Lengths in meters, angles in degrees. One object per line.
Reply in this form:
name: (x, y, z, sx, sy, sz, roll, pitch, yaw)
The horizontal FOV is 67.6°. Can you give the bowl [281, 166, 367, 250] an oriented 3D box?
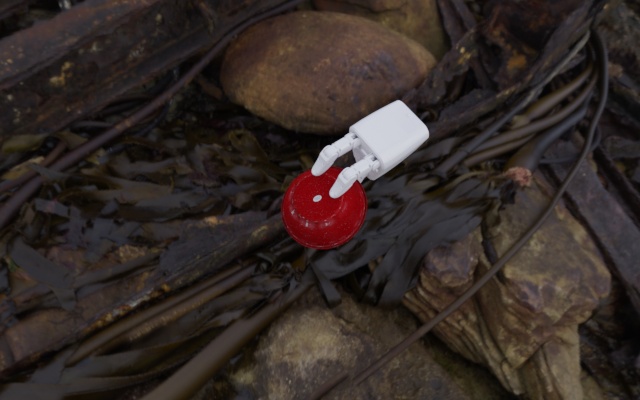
bowl: (-0.001, 0.004, 0.851, 0.162, 0.162, 0.055, 0, -19, 13)
